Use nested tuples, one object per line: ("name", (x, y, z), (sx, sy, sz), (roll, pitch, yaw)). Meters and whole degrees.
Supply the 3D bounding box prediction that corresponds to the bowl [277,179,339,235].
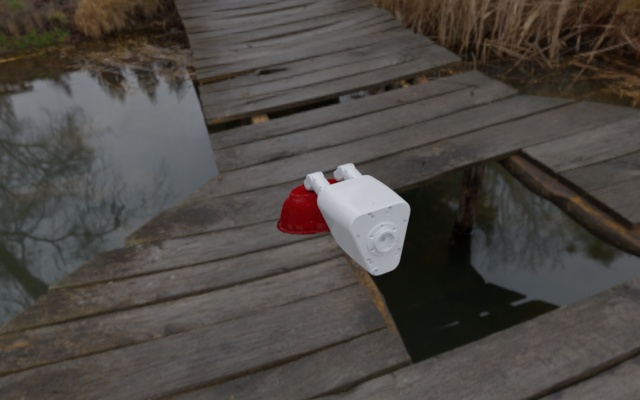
("bowl", (-0.001, 0.002, 0.803), (0.162, 0.055, 0.162), (-11, 15, 3))
